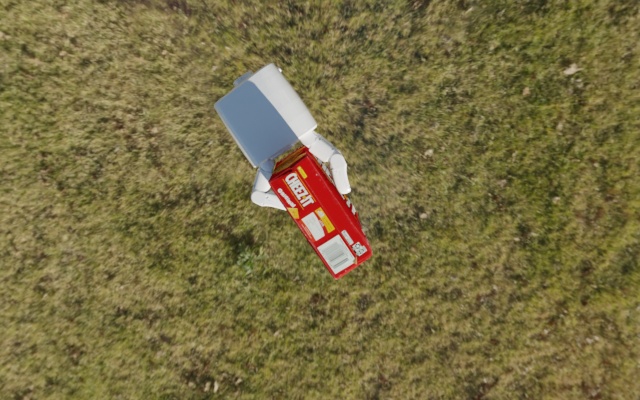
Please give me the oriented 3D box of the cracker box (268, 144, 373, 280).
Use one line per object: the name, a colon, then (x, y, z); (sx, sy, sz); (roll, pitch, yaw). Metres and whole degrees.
cracker box: (0.000, 0.003, 0.723); (0.072, 0.164, 0.213); (-33, 11, 6)
